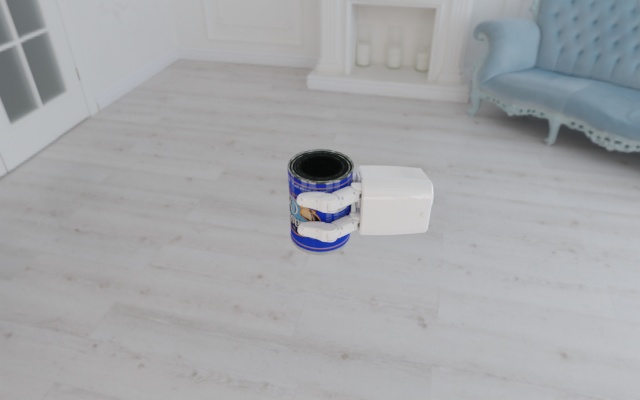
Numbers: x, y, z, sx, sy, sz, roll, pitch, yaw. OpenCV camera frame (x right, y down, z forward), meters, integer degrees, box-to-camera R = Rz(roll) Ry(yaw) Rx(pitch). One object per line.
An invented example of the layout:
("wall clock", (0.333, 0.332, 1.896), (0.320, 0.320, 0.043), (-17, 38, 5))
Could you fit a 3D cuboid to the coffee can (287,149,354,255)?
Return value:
("coffee can", (0.000, 0.003, 0.772), (0.103, 0.140, 0.102), (0, 35, 0))
